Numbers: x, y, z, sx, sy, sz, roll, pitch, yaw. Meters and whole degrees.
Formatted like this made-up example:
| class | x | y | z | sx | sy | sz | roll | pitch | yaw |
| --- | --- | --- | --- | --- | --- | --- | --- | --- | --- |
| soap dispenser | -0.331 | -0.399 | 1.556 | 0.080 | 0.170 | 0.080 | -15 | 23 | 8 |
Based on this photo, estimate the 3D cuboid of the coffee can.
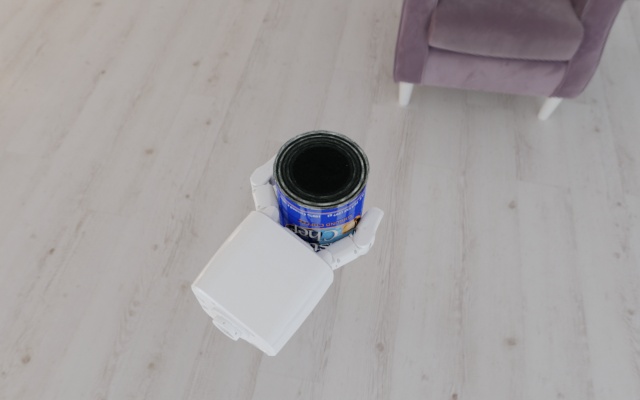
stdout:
| class | x | y | z | sx | sy | sz | roll | pitch | yaw |
| --- | --- | --- | --- | --- | --- | --- | --- | --- | --- |
| coffee can | 0.000 | 0.002 | 0.561 | 0.103 | 0.102 | 0.140 | 0 | -32 | -1 |
